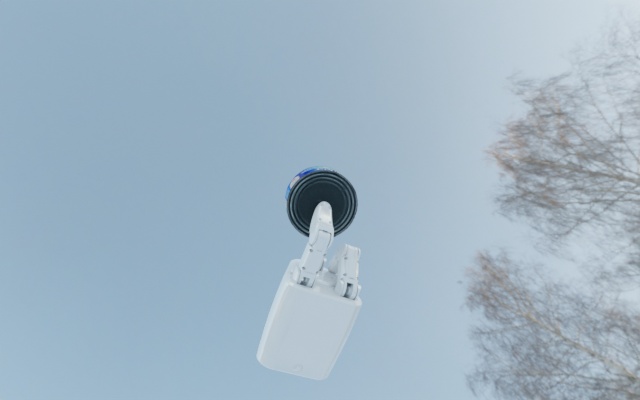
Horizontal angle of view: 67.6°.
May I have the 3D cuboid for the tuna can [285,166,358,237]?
[{"bbox_3d":[0.000,0.002,0.581,0.086,0.086,0.033,0,15,-9],"label":"tuna can"}]
